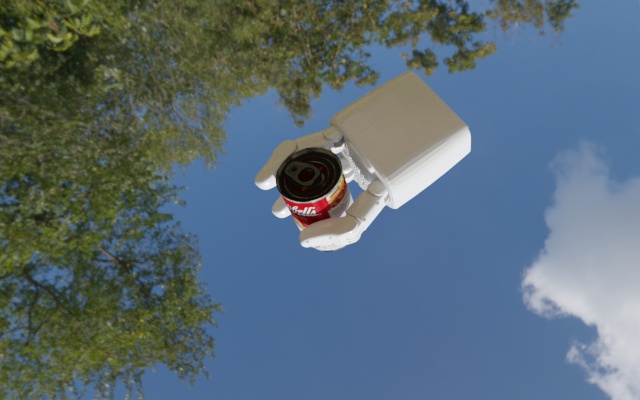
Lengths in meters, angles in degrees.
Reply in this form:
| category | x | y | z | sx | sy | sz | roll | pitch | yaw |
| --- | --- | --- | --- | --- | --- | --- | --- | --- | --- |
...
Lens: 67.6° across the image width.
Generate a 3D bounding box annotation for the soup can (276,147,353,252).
| category | x | y | z | sx | sy | sz | roll | pitch | yaw |
| --- | --- | --- | --- | --- | --- | --- | --- | --- | --- |
| soup can | 0.000 | 0.002 | 0.507 | 0.068 | 0.068 | 0.102 | 0 | -34 | 17 |
